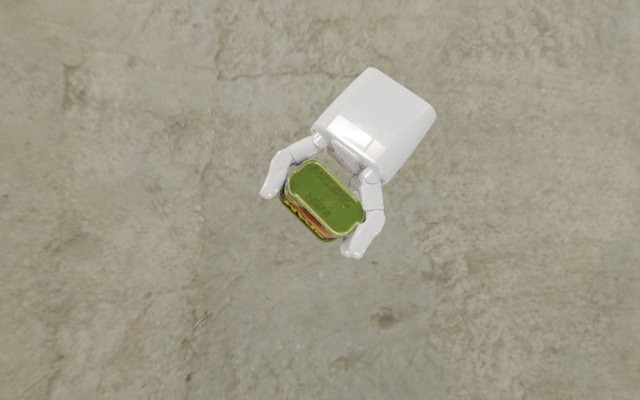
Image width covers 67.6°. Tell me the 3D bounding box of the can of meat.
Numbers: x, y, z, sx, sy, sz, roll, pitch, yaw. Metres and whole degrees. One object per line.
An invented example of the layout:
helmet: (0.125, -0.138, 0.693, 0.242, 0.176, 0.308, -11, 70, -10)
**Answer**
can of meat: (0.000, 0.002, 0.577, 0.102, 0.057, 0.084, 45, -12, -3)
